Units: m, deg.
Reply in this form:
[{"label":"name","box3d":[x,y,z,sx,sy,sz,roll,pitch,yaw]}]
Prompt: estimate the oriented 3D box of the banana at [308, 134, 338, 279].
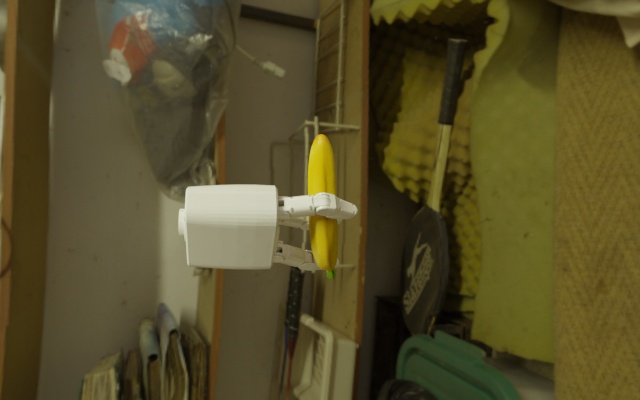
[{"label":"banana","box3d":[0.002,0.003,0.622,0.037,0.197,0.069,-1,-8,-4]}]
